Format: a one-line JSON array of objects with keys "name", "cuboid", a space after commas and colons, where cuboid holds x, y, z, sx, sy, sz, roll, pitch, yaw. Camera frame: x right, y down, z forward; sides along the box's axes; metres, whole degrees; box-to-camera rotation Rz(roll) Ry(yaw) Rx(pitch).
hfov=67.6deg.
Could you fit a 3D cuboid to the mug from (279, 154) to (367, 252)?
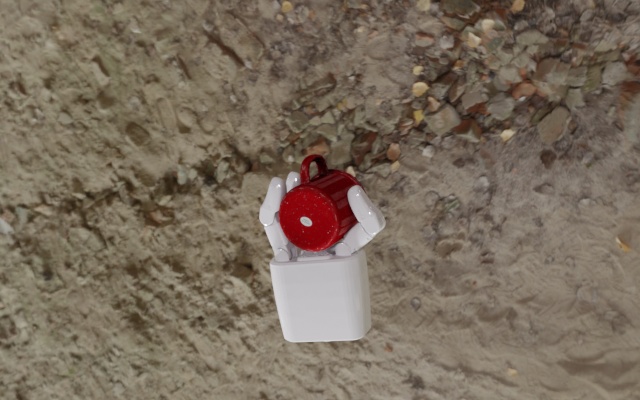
[{"name": "mug", "cuboid": [0.000, 0.001, 0.583, 0.093, 0.117, 0.081, -4, 11, 27]}]
